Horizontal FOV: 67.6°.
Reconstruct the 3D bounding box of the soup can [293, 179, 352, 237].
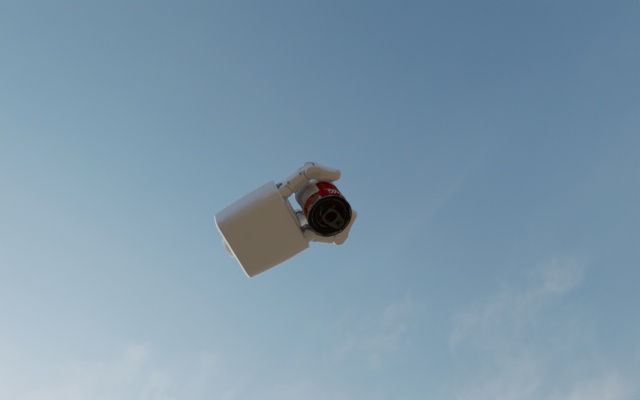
[{"bbox_3d":[0.000,0.002,0.737,0.068,0.068,0.102,0,25,-18],"label":"soup can"}]
